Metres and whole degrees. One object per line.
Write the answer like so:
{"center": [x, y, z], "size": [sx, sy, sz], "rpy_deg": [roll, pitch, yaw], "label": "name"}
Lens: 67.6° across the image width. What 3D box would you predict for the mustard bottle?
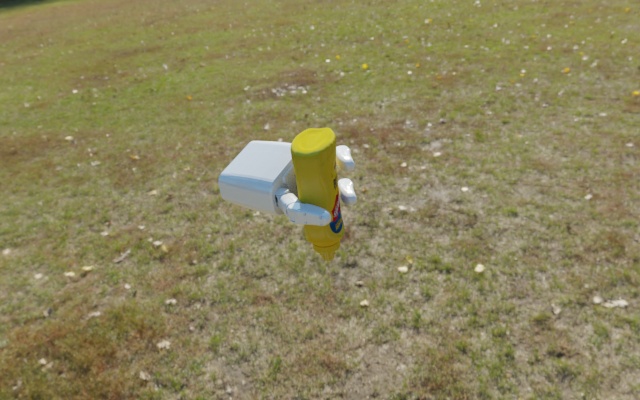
{"center": [0.000, 0.002, 0.670], "size": [0.058, 0.192, 0.096], "rpy_deg": [-1, 28, 10], "label": "mustard bottle"}
